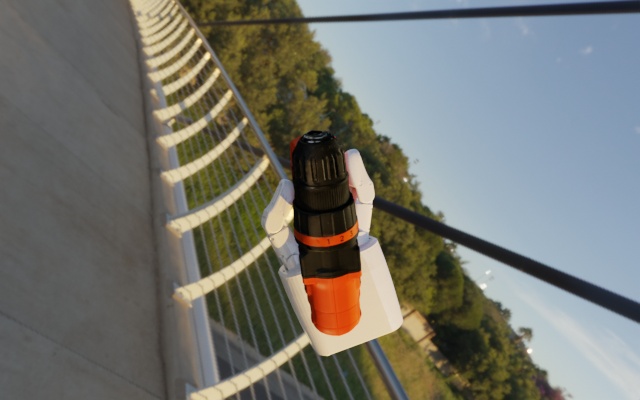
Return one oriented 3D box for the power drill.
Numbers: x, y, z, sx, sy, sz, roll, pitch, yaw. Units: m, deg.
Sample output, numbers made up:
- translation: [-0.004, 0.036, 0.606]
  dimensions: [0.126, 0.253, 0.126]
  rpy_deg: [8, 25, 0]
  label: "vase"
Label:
- translation: [0.000, 0.001, 0.449]
  dimensions: [0.057, 0.184, 0.187]
  rpy_deg: [-5, 27, 0]
  label: "power drill"
